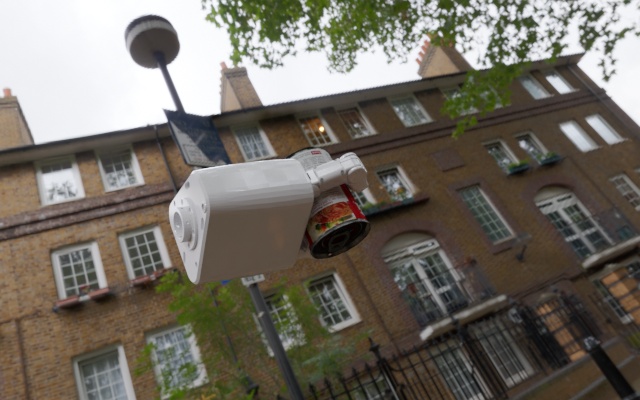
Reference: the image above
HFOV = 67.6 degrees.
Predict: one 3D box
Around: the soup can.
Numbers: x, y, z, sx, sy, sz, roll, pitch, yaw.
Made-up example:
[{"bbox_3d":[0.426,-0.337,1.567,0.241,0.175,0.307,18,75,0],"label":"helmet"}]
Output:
[{"bbox_3d":[0.000,0.001,0.509,0.068,0.102,0.068,-22,-28,-12],"label":"soup can"}]
